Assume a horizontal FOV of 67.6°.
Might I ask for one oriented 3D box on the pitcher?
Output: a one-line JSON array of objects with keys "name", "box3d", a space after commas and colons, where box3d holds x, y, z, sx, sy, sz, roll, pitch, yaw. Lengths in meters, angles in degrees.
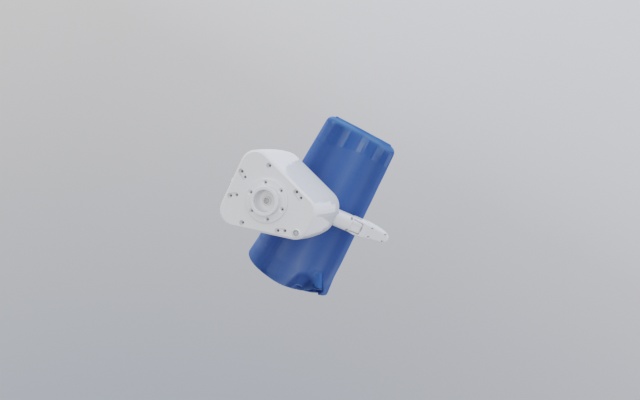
[{"name": "pitcher", "box3d": [0.000, 0.002, 0.705, 0.149, 0.243, 0.145, 30, 10, 11]}]
